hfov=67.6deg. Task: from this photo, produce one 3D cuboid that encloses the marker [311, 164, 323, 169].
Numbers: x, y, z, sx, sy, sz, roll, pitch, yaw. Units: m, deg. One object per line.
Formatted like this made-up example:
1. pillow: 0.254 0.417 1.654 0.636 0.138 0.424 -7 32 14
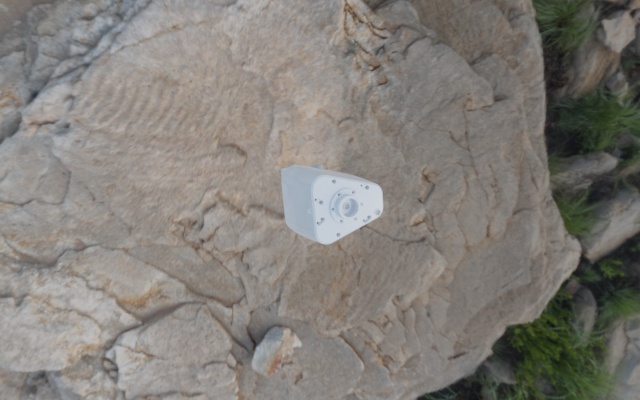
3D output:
1. marker: 0.000 0.003 0.768 0.020 0.121 0.020 -5 12 1
